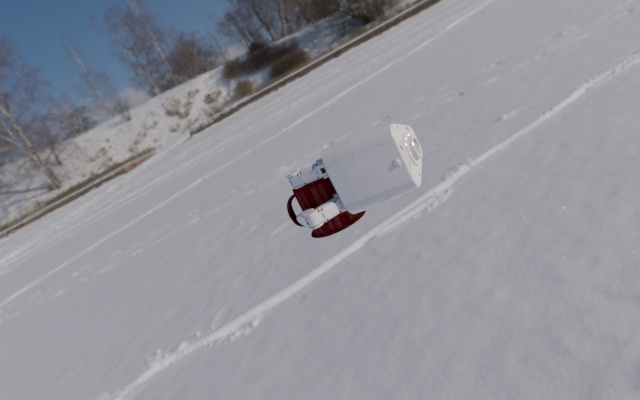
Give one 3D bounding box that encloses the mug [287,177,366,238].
[{"bbox_3d":[-0.001,0.003,0.729,0.117,0.081,0.093,-20,14,29],"label":"mug"}]
